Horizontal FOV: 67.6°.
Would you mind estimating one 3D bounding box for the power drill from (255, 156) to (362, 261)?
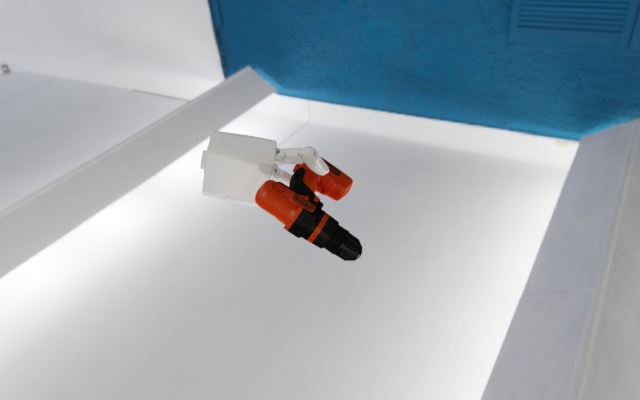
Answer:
[{"bbox_3d":[0.000,0.002,0.780,0.184,0.057,0.187,35,28,-5],"label":"power drill"}]
